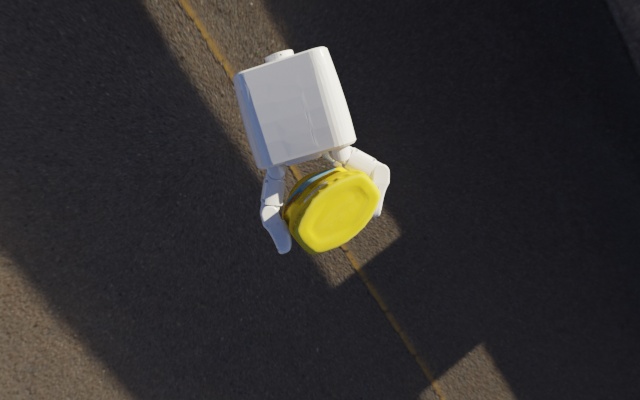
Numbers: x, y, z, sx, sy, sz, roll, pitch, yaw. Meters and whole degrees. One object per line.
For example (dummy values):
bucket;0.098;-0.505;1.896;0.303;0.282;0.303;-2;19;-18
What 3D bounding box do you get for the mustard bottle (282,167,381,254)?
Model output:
mustard bottle;0.000;0.002;0.556;0.096;0.058;0.191;-43;12;-3
